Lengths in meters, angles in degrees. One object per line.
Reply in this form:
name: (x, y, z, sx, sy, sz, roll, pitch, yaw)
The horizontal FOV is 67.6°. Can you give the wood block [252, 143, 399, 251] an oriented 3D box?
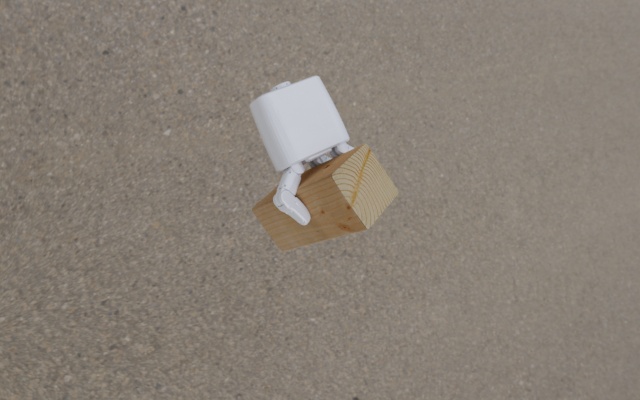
wood block: (0.000, 0.002, 0.716, 0.206, 0.090, 0.090, -20, 19, 50)
